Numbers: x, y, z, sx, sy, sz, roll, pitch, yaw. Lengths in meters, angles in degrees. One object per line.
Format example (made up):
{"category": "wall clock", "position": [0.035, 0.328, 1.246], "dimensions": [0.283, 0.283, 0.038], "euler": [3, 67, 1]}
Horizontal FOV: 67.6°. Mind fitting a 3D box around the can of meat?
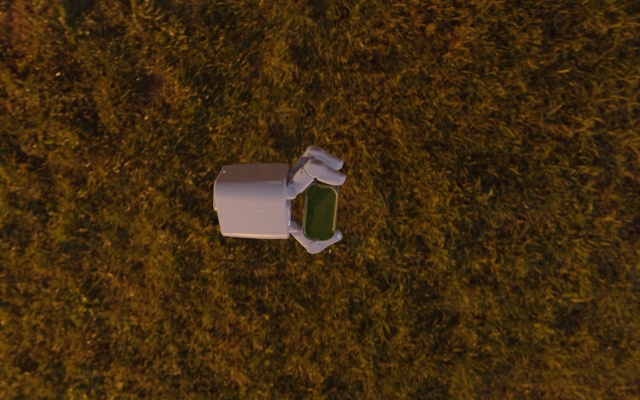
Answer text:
{"category": "can of meat", "position": [0.000, 0.003, 0.750], "dimensions": [0.057, 0.102, 0.084], "euler": [4, 25, -1]}
